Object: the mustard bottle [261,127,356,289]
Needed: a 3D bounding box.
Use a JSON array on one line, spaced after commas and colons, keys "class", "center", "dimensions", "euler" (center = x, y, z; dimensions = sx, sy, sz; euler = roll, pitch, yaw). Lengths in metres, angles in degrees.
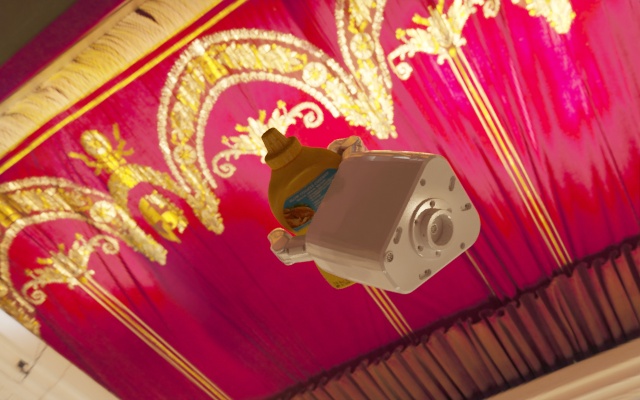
[{"class": "mustard bottle", "center": [0.000, 0.002, 0.513], "dimensions": [0.096, 0.192, 0.058], "euler": [-37, 24, 2]}]
